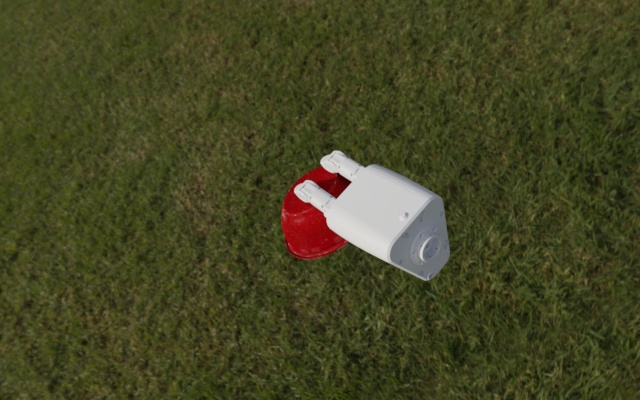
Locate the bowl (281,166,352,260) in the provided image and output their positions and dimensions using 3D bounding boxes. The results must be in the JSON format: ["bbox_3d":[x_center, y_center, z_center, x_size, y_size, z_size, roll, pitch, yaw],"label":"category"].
[{"bbox_3d":[-0.001,0.002,0.672,0.162,0.162,0.055,0,-41,48],"label":"bowl"}]
